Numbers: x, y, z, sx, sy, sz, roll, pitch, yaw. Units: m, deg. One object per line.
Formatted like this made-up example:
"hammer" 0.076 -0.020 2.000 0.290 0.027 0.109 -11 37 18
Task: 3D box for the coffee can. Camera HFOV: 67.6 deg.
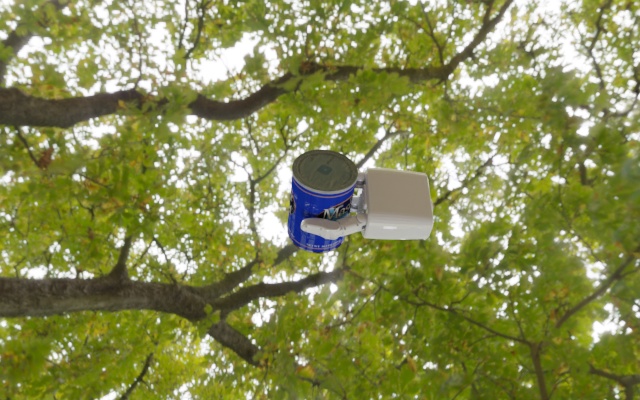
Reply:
"coffee can" 0.000 0.002 0.780 0.103 0.140 0.102 4 43 -4
